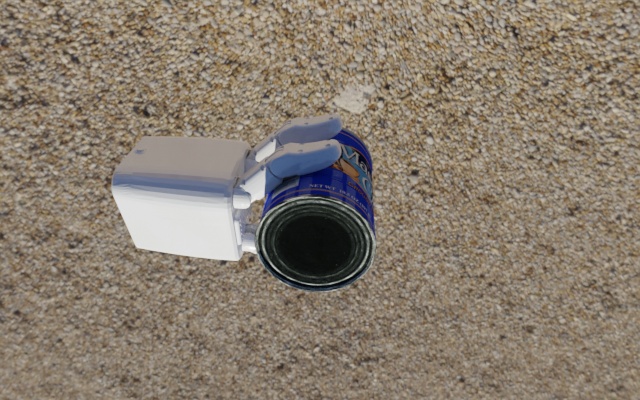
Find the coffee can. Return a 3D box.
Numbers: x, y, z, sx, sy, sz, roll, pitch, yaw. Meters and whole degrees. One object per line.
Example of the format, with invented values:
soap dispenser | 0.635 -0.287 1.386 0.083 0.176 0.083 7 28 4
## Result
coffee can | 0.000 0.001 0.456 0.103 0.103 0.140 0 33 5
